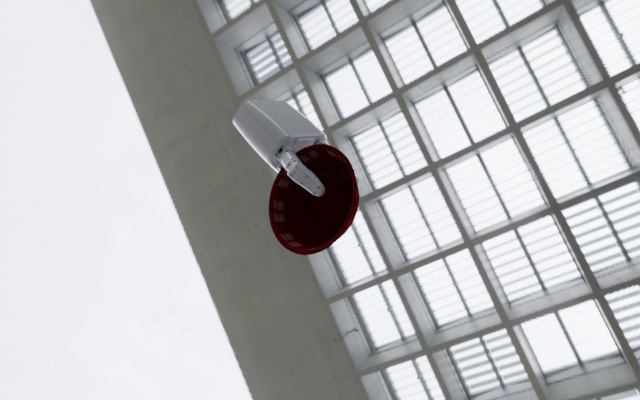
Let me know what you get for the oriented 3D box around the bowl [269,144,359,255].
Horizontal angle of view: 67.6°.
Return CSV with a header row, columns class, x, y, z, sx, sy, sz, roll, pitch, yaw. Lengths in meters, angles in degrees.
class,x,y,z,sx,sy,sz,roll,pitch,yaw
bowl,0.001,0.003,0.700,0.162,0.162,0.055,0,-12,39
